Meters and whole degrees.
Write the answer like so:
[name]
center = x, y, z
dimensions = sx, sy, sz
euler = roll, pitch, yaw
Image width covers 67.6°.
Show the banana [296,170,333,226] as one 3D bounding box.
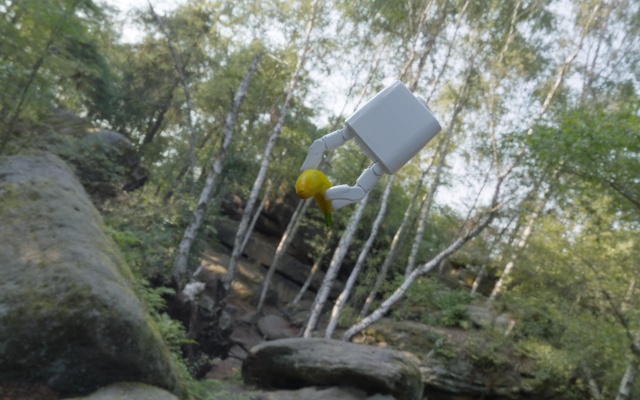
[banana]
center = -0.004, -0.014, 0.750
dimensions = 0.037, 0.069, 0.198
euler = -18, -18, 9
